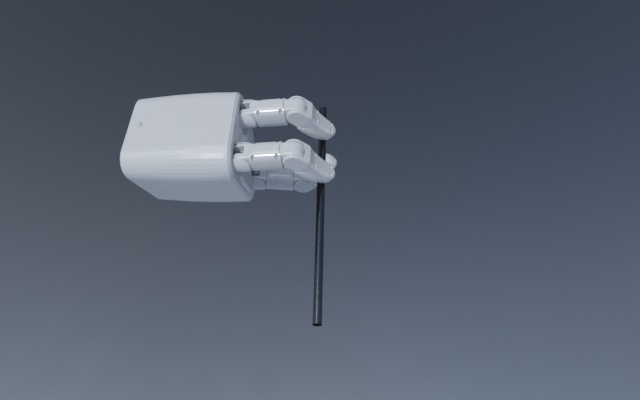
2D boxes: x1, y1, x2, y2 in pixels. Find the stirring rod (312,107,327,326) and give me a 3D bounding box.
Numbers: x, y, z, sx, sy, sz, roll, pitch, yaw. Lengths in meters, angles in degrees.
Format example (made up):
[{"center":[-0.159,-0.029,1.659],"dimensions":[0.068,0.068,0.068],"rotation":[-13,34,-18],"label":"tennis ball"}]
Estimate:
[{"center":[0.000,0.001,0.460],"dimensions":[0.011,0.239,0.011],"rotation":[1,-32,1],"label":"stirring rod"}]
